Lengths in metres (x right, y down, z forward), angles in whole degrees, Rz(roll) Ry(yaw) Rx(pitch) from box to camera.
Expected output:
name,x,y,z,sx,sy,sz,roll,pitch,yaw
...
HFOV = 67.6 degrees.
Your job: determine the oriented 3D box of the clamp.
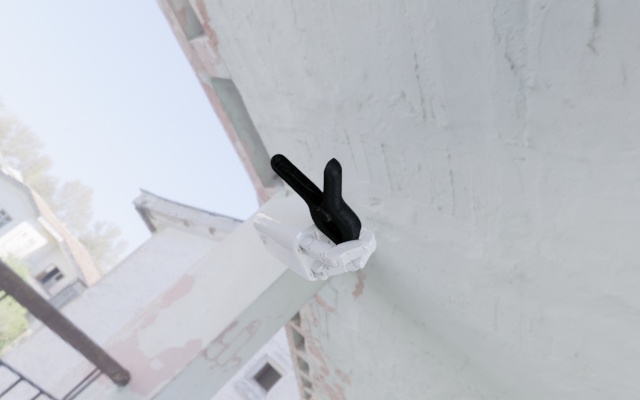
name,x,y,z,sx,sy,sz,roll,pitch,yaw
clamp,0.001,0.002,0.645,0.120,0.172,0.039,23,56,42
